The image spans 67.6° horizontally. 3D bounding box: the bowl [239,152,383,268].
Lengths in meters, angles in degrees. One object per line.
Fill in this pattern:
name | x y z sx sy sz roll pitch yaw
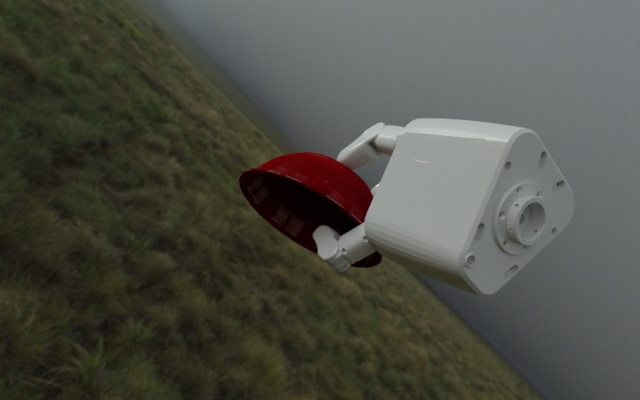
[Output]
bowl | -0.001 0.001 0.483 0.162 0.055 0.162 26 -23 12
